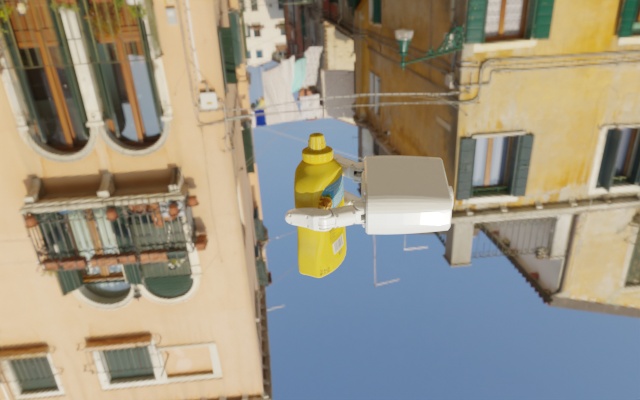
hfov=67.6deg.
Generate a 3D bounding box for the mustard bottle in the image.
[{"bbox_3d":[0.000,0.002,0.652,0.058,0.192,0.096,11,28,26],"label":"mustard bottle"}]
